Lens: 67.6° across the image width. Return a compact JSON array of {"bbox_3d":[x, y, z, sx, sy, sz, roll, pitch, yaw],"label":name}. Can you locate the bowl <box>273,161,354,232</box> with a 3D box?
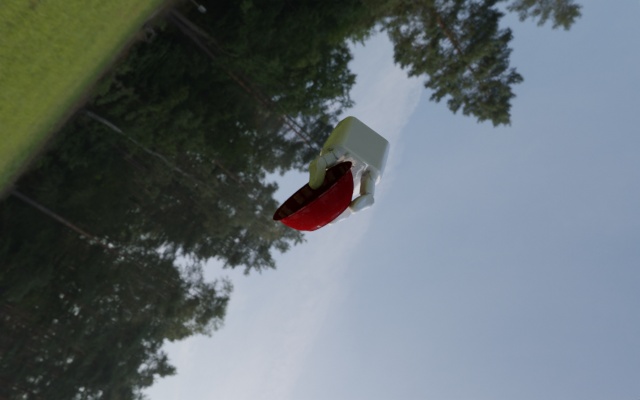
[{"bbox_3d":[0.000,0.004,0.798,0.162,0.055,0.162,-34,12,8],"label":"bowl"}]
